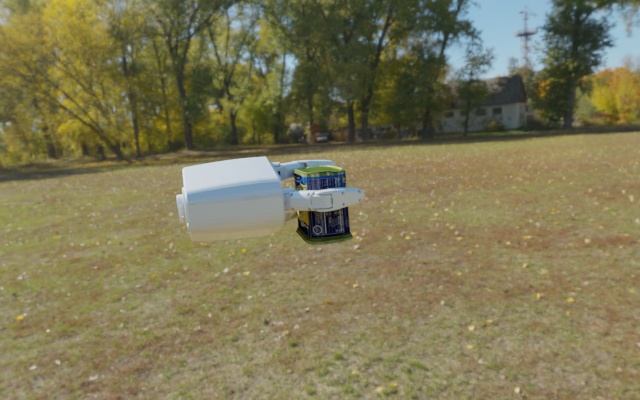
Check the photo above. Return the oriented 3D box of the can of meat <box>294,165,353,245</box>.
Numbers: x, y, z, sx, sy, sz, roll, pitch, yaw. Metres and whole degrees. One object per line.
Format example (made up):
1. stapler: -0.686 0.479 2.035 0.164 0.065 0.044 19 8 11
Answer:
1. can of meat: 0.000 0.002 0.589 0.057 0.084 0.102 -7 8 -12
